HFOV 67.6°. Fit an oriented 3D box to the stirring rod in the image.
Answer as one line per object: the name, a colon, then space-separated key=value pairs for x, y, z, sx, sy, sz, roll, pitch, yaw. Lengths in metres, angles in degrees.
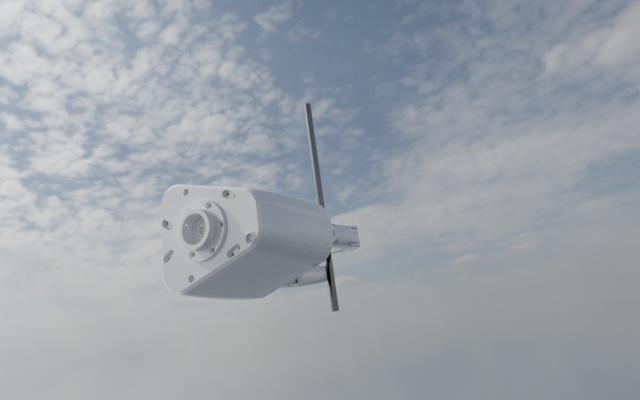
stirring rod: x=0.000 y=0.002 z=0.534 sx=0.011 sy=0.239 sz=0.011 roll=-7 pitch=-15 yaw=-2
